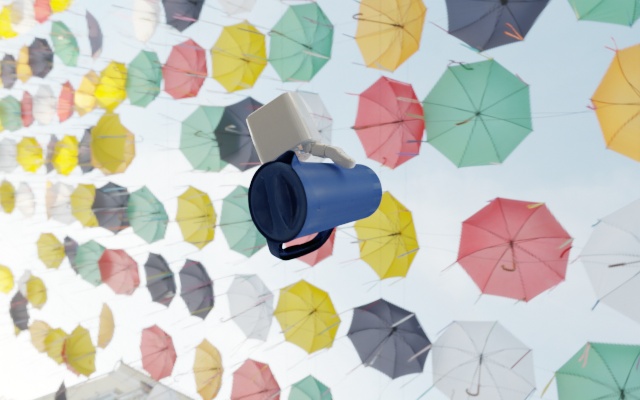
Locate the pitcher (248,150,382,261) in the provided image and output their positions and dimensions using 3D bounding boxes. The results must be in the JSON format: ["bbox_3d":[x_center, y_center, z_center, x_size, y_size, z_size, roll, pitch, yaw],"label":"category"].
[{"bbox_3d":[0.000,0.003,0.844,0.243,0.145,0.149,-8,-24,-49],"label":"pitcher"}]
